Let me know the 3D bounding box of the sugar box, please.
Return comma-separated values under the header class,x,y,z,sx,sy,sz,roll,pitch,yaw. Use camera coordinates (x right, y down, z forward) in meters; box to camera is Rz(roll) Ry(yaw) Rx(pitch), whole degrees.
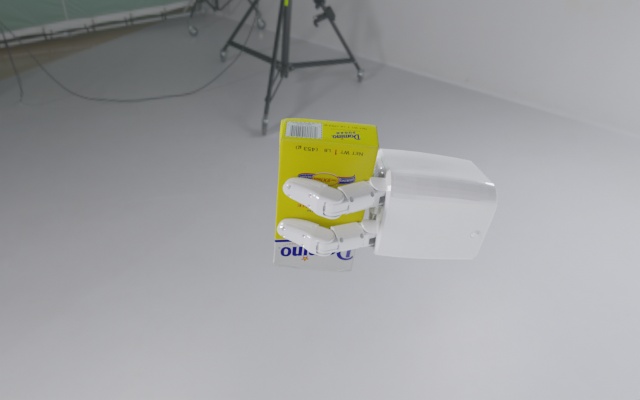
class,x,y,z,sx,sy,sz,roll,pitch,yaw
sugar box,0.000,0.002,0.499,0.093,0.176,0.048,5,39,-2
